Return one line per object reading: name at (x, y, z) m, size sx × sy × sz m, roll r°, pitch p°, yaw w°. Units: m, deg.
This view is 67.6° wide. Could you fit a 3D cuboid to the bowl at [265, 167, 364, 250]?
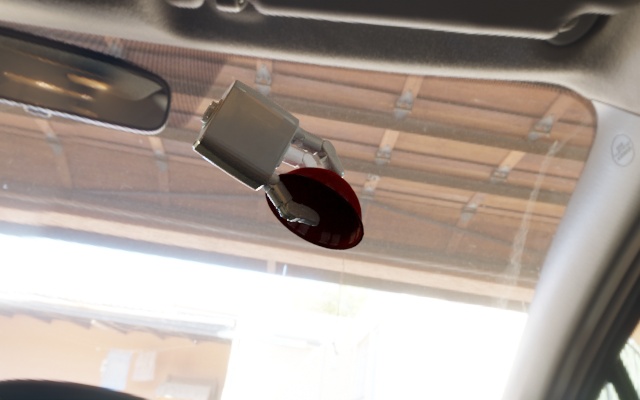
bowl at (0.001, 0.003, 0.713) m, size 0.162 × 0.055 × 0.162 m, roll 21°, pitch -35°, yaw 16°
